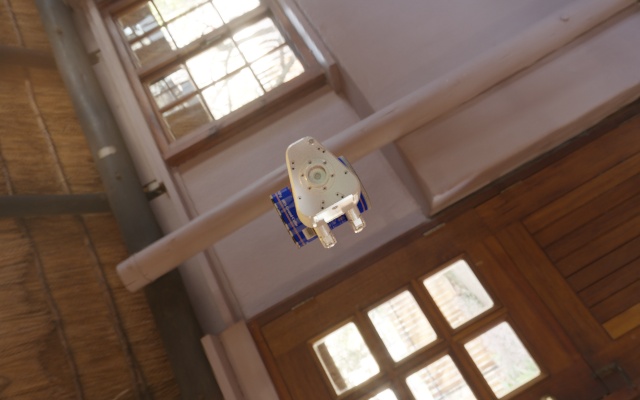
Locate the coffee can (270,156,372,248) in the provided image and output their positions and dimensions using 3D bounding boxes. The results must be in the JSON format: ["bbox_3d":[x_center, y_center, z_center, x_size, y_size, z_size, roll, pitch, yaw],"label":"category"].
[{"bbox_3d":[0.000,0.003,0.805,0.140,0.103,0.103,-29,1,-2],"label":"coffee can"}]
